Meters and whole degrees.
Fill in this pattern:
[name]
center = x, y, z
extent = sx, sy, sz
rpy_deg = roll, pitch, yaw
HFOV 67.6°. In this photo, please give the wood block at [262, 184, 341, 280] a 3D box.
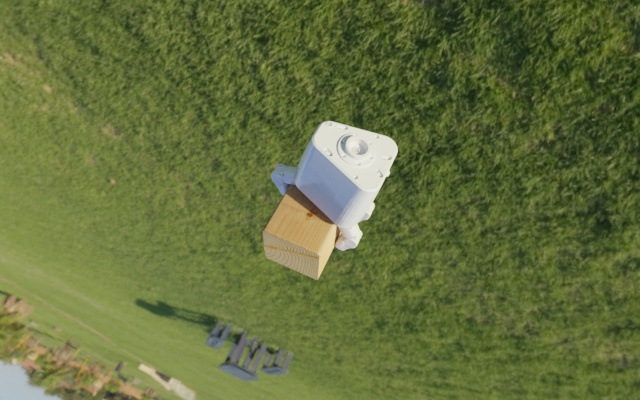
[wood block]
center = 0.000, 0.002, 0.738
extent = 0.091, 0.206, 0.090
rpy_deg = 22, -31, 12
